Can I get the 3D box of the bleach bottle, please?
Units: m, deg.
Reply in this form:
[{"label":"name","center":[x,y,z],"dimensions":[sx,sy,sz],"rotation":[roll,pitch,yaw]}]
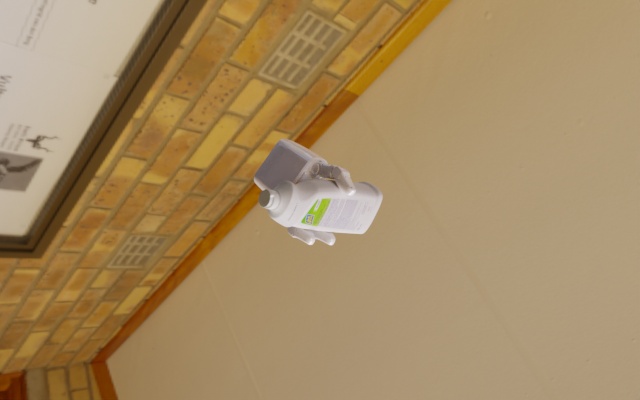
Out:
[{"label":"bleach bottle","center":[0.000,0.003,0.836],"dimensions":[0.251,0.102,0.068],"rotation":[9,20,-47]}]
